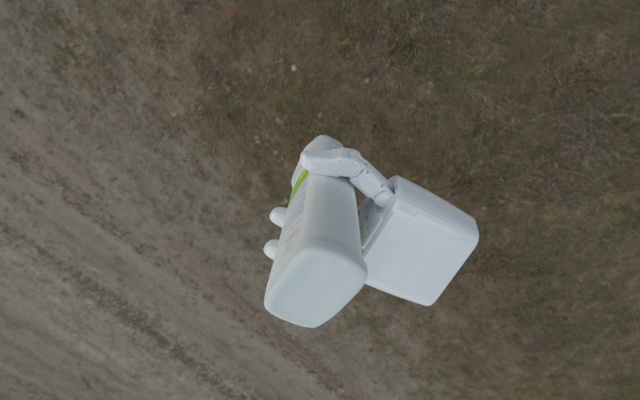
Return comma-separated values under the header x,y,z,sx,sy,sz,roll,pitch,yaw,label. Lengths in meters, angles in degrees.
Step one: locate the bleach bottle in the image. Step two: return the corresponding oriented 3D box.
x,y,z,sx,sy,sz,roll,pitch,yaw,label
0.000,0.002,0.499,0.068,0.103,0.250,26,36,-15,bleach bottle
